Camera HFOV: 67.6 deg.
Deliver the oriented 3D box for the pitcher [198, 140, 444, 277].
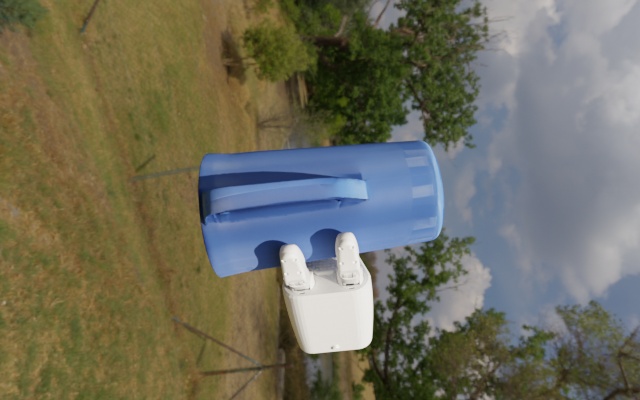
[{"bbox_3d":[0.000,0.002,0.502,0.243,0.145,0.149,-7,36,1],"label":"pitcher"}]
